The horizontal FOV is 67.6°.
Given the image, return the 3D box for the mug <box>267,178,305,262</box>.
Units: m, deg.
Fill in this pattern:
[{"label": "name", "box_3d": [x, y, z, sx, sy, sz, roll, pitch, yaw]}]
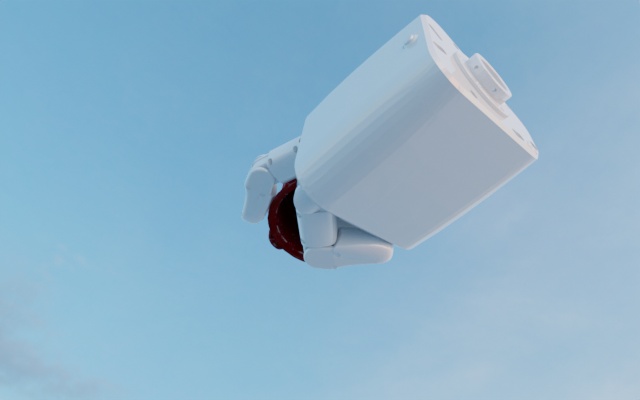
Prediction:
[{"label": "mug", "box_3d": [-0.001, 0.002, 0.411, 0.093, 0.081, 0.117, 40, -57, -22]}]
